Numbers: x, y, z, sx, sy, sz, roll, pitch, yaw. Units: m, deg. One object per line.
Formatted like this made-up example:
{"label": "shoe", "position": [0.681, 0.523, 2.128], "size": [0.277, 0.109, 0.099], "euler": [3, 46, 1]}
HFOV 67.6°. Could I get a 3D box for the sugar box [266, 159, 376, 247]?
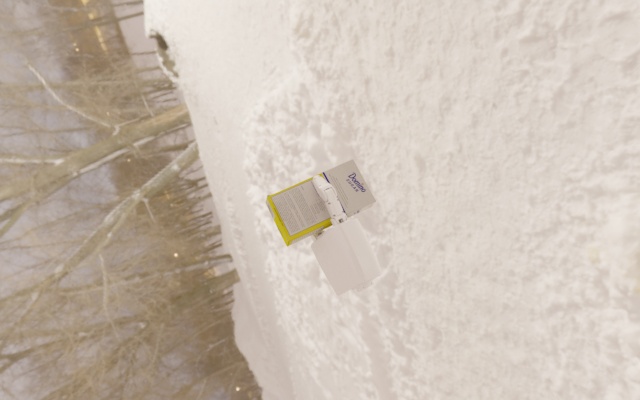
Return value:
{"label": "sugar box", "position": [0.000, 0.003, 0.858], "size": [0.176, 0.093, 0.048], "euler": [-23, -13, -17]}
